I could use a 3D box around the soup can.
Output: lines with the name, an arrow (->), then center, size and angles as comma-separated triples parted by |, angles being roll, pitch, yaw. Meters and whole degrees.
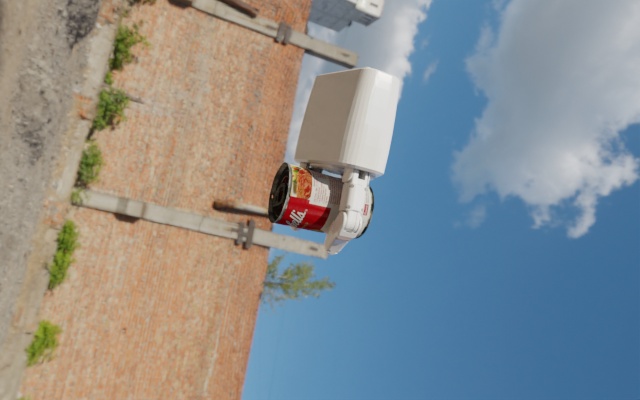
soup can -> 0.000, 0.002, 0.536 | 0.102, 0.068, 0.068 | 13, -5, -21
